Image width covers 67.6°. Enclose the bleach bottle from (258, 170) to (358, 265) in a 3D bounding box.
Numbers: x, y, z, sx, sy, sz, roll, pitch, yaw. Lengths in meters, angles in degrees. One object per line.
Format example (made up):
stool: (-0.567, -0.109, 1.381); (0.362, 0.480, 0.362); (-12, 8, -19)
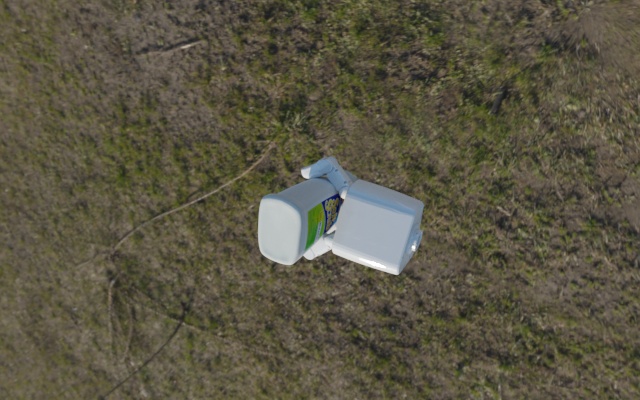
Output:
bleach bottle: (0.000, 0.003, 0.740); (0.068, 0.103, 0.250); (18, 27, 22)
